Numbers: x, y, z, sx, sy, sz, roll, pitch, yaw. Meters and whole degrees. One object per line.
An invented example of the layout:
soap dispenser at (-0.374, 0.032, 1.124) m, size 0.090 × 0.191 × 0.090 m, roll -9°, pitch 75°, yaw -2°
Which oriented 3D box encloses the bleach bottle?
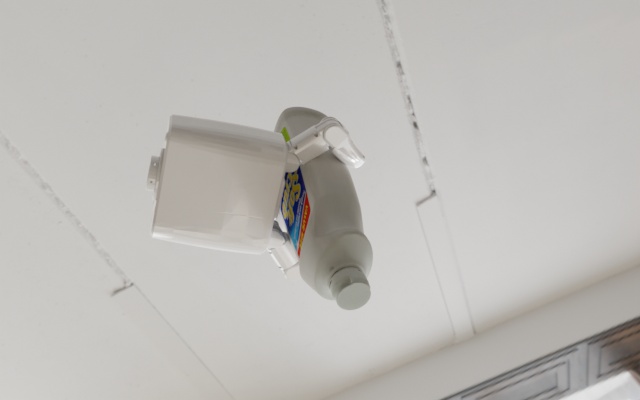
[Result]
bleach bottle at (0.000, 0.002, 0.466) m, size 0.068 × 0.103 × 0.250 m, roll 10°, pitch 29°, yaw -21°
